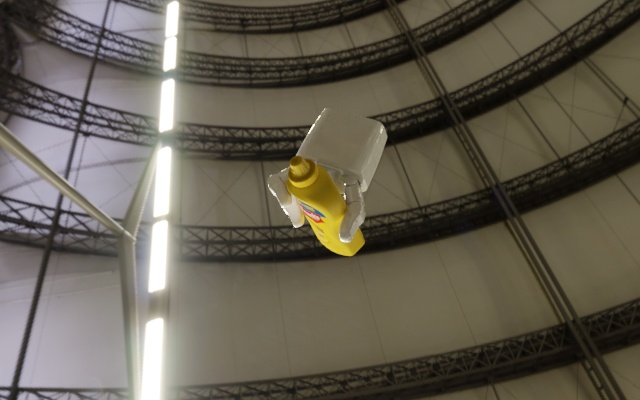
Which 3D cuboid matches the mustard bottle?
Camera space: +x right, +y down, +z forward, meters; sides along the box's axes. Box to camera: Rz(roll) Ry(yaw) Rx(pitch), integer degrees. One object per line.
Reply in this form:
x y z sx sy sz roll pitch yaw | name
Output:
0.000 0.003 0.694 0.096 0.058 0.192 37 -15 39 | mustard bottle
